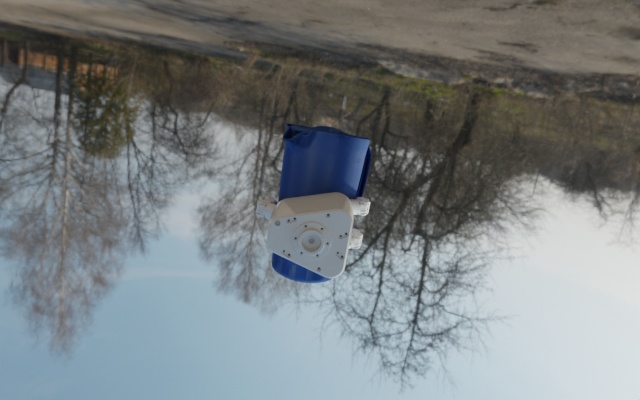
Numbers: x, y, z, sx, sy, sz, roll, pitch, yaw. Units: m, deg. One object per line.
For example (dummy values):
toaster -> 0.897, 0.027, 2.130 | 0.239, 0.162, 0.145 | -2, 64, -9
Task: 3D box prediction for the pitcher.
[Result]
pitcher -> 0.000, 0.003, 0.773 | 0.149, 0.243, 0.145 | 10, 10, -2
